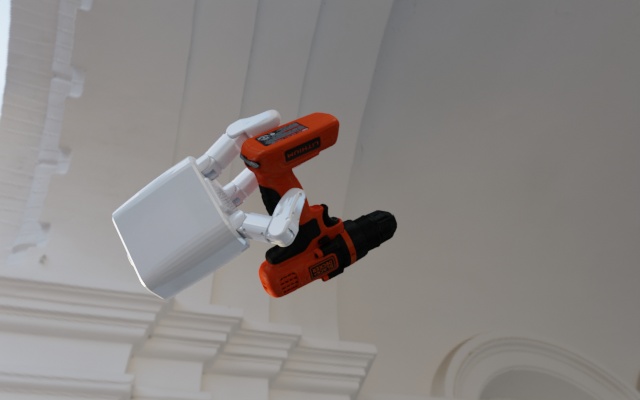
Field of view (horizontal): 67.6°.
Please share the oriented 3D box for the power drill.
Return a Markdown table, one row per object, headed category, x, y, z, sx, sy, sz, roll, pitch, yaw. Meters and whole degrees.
| category | x | y | z | sx | sy | sz | roll | pitch | yaw |
| --- | --- | --- | --- | --- | --- | --- | --- | --- | --- |
| power drill | 0.000 | 0.001 | 0.539 | 0.184 | 0.188 | 0.057 | -25 | 28 | -21 |
